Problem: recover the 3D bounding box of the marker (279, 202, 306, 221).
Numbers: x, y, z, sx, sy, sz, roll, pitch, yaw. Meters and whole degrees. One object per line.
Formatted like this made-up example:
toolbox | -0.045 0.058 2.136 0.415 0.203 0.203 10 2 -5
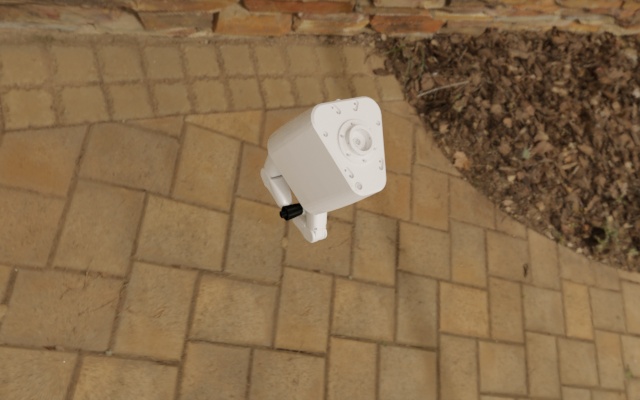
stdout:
marker | 0.000 0.002 0.621 0.121 0.020 0.020 -18 9 -32
